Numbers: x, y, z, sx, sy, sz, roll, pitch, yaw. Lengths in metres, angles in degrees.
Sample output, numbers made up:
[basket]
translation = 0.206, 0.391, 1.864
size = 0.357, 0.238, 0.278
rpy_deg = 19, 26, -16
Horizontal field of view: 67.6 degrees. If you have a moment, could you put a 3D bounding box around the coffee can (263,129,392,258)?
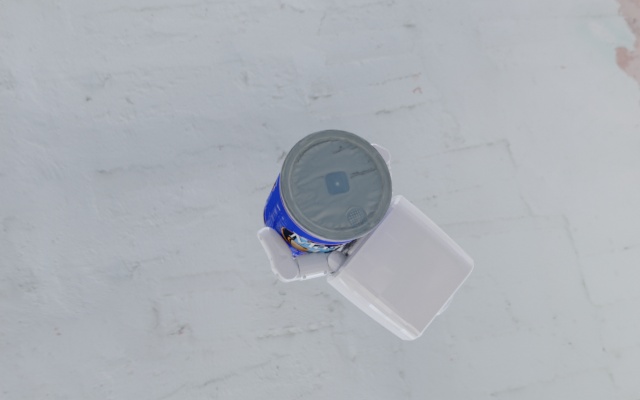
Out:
[coffee can]
translation = 0.000, 0.001, 0.486
size = 0.103, 0.102, 0.140
rpy_deg = 0, -14, -13
